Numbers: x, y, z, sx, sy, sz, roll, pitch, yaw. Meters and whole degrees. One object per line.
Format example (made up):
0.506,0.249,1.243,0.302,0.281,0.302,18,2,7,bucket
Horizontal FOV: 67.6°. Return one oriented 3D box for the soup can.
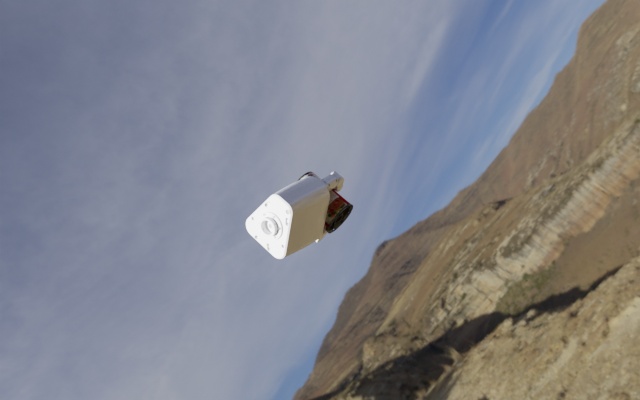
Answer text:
0.000,0.002,0.881,0.102,0.068,0.068,41,14,17,soup can
